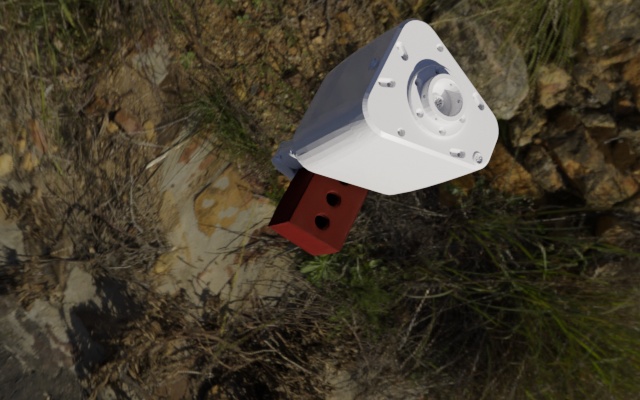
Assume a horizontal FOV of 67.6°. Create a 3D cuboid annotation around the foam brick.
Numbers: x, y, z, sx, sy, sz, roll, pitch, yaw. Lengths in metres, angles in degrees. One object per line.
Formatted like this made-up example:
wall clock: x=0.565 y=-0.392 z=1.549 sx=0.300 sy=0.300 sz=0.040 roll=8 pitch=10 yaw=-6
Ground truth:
foam brick: x=0.000 y=0.002 z=0.416 sx=0.053 sy=0.078 sz=0.051 roll=33 pitch=-20 yaw=-19
